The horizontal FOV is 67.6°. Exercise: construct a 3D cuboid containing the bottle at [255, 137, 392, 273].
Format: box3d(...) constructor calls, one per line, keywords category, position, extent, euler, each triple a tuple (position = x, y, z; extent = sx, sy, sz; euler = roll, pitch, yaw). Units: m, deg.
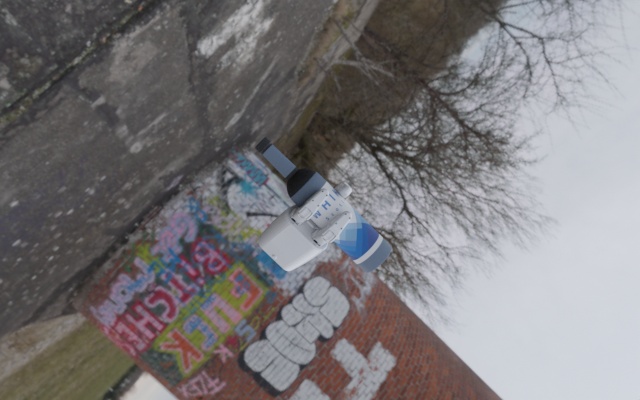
box3d(category="bottle", position=(0.000, 0.003, 0.839), extent=(0.296, 0.069, 0.069), euler=(45, -6, -7))
